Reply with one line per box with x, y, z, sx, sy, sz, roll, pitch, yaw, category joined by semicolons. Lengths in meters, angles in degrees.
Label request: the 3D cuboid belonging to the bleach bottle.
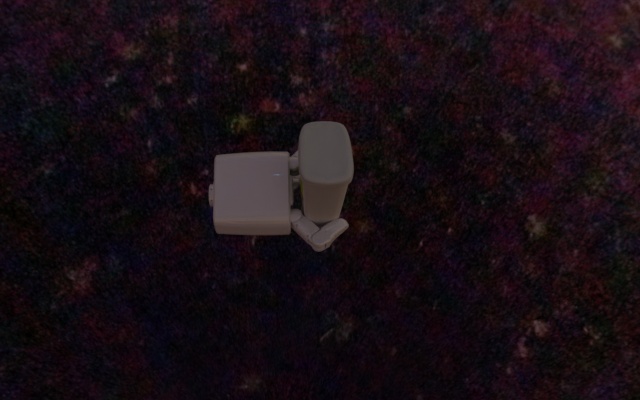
0.000;0.002;0.694;0.068;0.102;0.251;-1;-32;-4;bleach bottle
